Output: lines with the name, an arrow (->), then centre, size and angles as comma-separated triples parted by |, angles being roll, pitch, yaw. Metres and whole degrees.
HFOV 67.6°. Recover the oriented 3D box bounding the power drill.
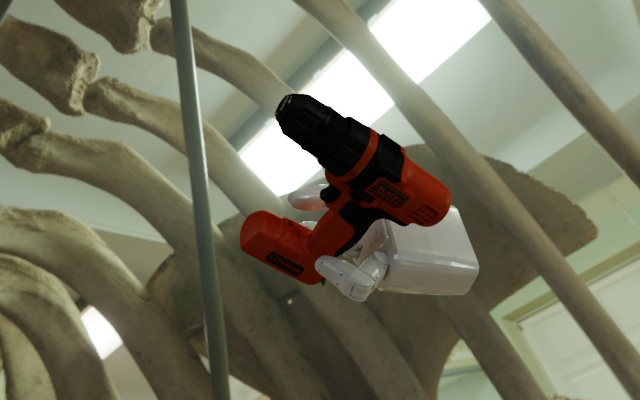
power drill -> 0.000, 0.002, 0.458 | 0.184, 0.057, 0.188 | 32, -47, -21
